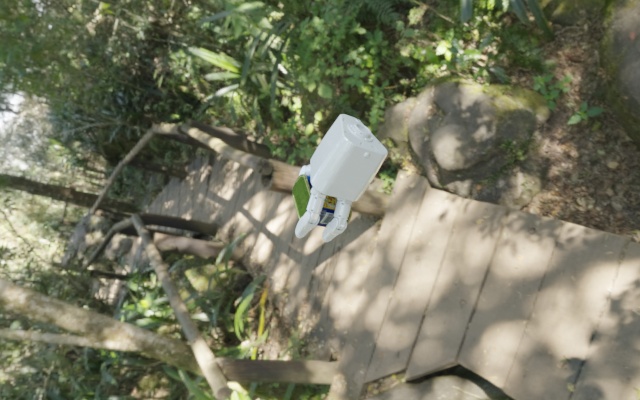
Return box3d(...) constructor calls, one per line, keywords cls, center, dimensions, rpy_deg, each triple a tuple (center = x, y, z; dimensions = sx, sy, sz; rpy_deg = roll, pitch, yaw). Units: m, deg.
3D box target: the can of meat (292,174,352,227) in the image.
box3d(cls="can of meat", center=(0.000, 0.003, 0.888), dimensions=(0.084, 0.102, 0.057), rpy_deg=(13, -51, -31))
